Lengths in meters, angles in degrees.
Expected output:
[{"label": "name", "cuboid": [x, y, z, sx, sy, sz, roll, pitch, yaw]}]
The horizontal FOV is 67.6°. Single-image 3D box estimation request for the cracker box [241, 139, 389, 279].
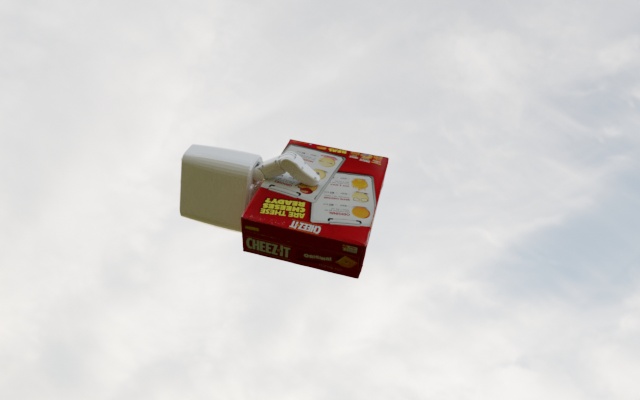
[{"label": "cracker box", "cuboid": [0.000, 0.002, 0.689, 0.164, 0.072, 0.213, 12, 38, 9]}]
